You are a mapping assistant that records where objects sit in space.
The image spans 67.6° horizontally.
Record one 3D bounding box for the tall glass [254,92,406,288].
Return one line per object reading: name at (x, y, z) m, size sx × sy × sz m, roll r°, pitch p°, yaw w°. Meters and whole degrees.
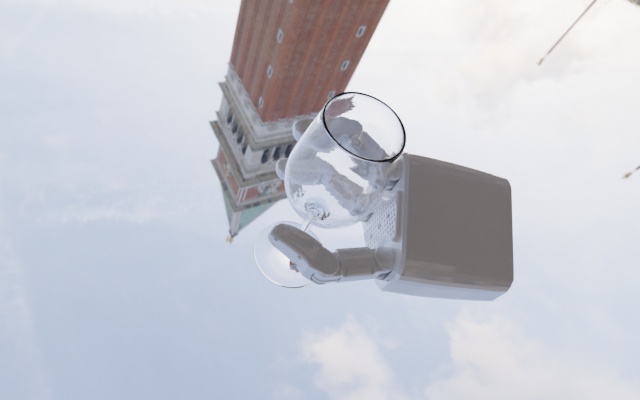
tall glass at (0.000, 0.002, 0.401) m, size 0.079 × 0.079 × 0.201 m, roll 0°, pitch -32°, yaw -21°
